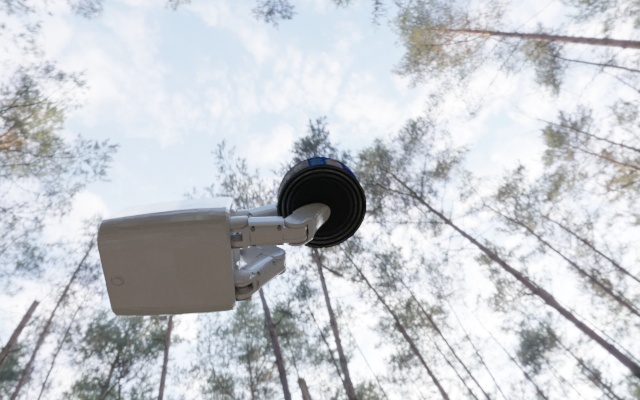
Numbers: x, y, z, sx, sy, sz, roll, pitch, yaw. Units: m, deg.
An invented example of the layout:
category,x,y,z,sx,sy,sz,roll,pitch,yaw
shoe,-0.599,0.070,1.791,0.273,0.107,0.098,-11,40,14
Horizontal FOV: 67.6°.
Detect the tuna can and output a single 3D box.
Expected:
category,x,y,z,sx,sy,sz,roll,pitch,yaw
tuna can,0.000,0.001,0.469,0.086,0.086,0.033,0,22,-6
